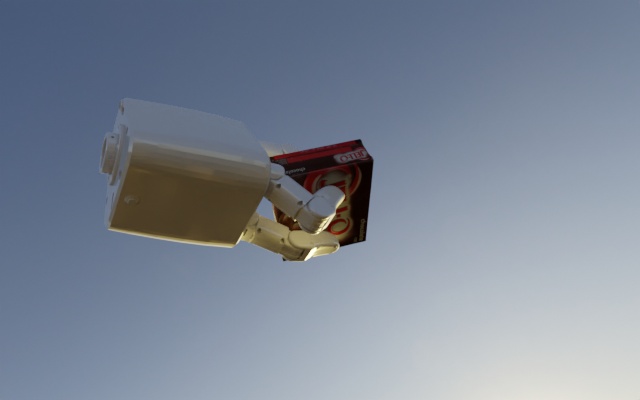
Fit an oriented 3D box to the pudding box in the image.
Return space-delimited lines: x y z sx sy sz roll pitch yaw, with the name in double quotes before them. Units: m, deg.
"pudding box" 0.000 0.001 0.455 0.090 0.039 0.114 -12 -42 -11
